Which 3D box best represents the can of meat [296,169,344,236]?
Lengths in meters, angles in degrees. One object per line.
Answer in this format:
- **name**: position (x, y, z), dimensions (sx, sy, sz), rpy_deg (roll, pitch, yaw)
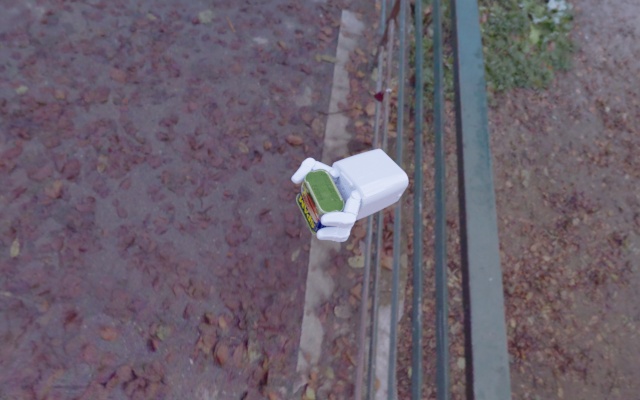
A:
- **can of meat**: position (0.000, 0.003, 0.899), dimensions (0.057, 0.102, 0.084), rpy_deg (-17, -25, -21)
